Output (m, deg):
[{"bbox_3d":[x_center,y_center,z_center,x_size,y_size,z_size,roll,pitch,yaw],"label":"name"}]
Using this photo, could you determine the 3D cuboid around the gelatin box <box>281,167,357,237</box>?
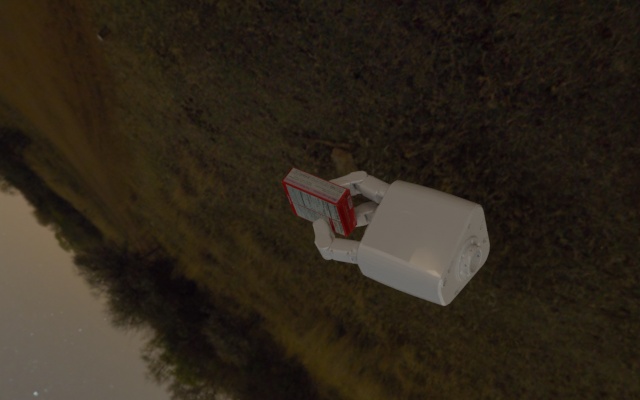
[{"bbox_3d":[0.000,0.002,0.609,0.089,0.030,0.073,22,-28,27],"label":"gelatin box"}]
